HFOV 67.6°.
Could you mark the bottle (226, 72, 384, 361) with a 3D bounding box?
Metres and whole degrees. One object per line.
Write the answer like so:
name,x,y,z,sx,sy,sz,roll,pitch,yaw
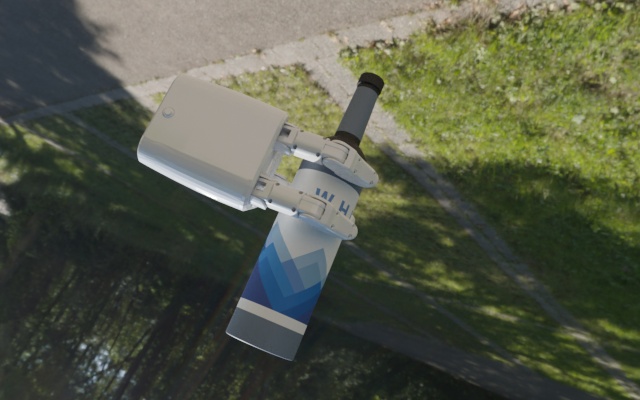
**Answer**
bottle,0.000,0.002,0.471,0.069,0.295,0.069,21,-15,6
